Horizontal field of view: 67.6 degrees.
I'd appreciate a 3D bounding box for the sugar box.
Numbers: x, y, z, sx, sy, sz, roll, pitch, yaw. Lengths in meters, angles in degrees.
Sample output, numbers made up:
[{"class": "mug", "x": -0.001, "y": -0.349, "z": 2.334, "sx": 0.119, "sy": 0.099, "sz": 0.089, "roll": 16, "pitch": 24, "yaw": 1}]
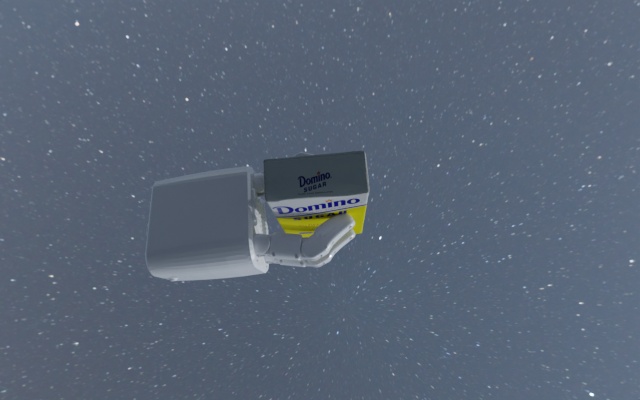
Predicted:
[{"class": "sugar box", "x": 0.000, "y": 0.002, "z": 0.496, "sx": 0.093, "sy": 0.048, "sz": 0.176, "roll": -5, "pitch": -13, "yaw": 2}]
